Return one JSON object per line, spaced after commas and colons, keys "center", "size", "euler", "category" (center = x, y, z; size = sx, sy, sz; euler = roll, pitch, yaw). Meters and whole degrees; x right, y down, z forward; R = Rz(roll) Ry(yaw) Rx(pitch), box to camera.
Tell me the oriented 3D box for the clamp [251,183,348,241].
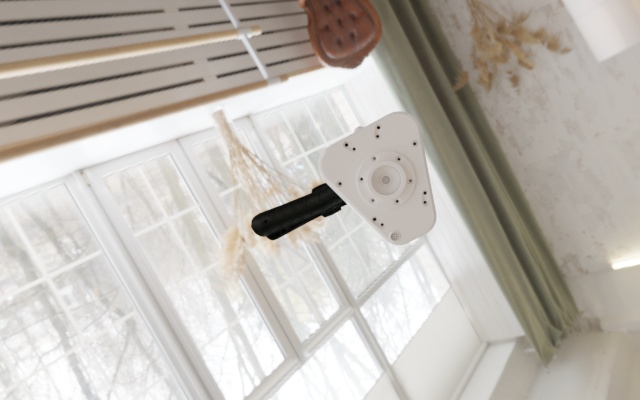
{"center": [0.001, 0.002, 0.534], "size": [0.171, 0.039, 0.120], "euler": [-29, -1, 6], "category": "clamp"}
